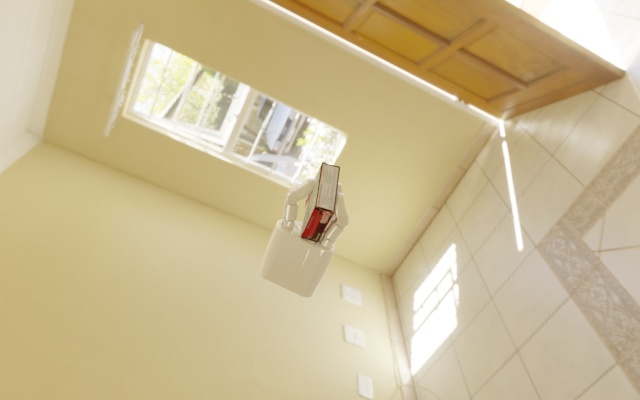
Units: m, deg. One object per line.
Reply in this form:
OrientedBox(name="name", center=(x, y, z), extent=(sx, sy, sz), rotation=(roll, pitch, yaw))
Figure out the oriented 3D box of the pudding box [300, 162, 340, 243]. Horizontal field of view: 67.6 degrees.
OrientedBox(name="pudding box", center=(0.000, 0.003, 0.835), extent=(0.039, 0.113, 0.090), rotation=(16, -43, -11))
